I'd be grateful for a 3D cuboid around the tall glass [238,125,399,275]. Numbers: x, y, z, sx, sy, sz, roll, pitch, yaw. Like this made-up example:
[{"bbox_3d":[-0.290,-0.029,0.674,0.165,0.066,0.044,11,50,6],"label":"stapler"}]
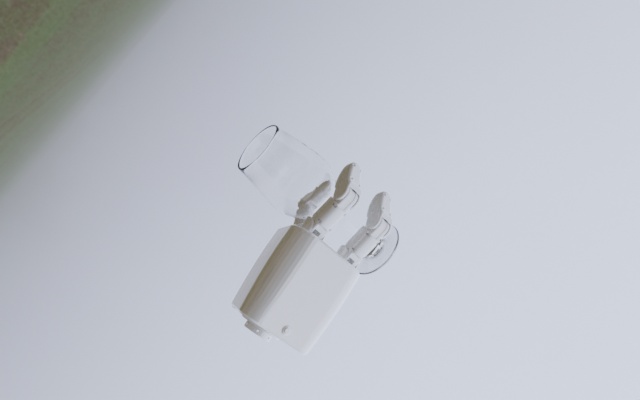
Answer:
[{"bbox_3d":[0.001,0.002,0.549,0.201,0.079,0.079,41,-21,-26],"label":"tall glass"}]
